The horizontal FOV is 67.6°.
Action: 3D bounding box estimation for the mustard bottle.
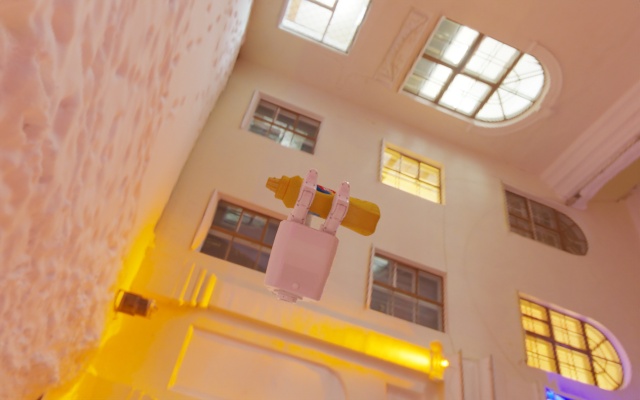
[{"bbox_3d":[0.000,0.002,0.803,0.191,0.058,0.096,20,6,-9],"label":"mustard bottle"}]
